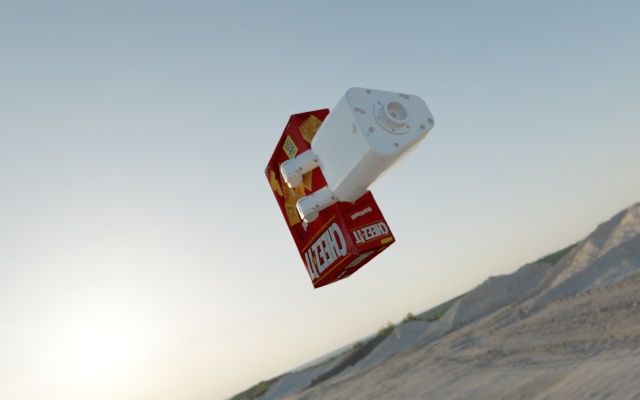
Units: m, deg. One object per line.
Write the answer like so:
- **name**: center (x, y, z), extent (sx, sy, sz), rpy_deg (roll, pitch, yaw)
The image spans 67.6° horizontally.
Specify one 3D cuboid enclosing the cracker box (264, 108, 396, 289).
- **cracker box**: center (0.000, 0.002, 0.695), extent (0.072, 0.213, 0.164), rpy_deg (-15, -19, -28)
